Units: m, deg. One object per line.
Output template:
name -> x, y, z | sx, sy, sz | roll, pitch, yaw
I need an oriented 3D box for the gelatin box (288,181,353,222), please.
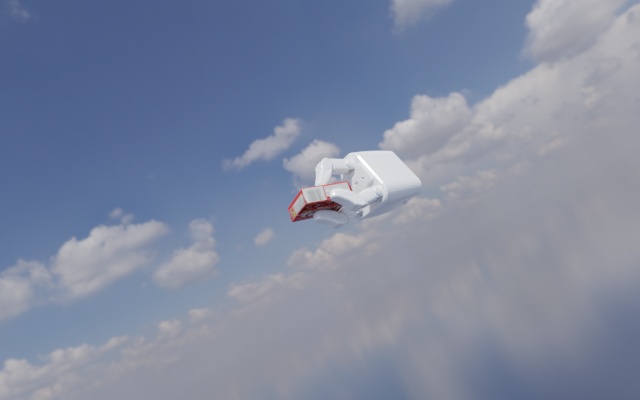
gelatin box -> 0.000, 0.002, 0.784 | 0.089, 0.030, 0.073 | -10, -21, -27
